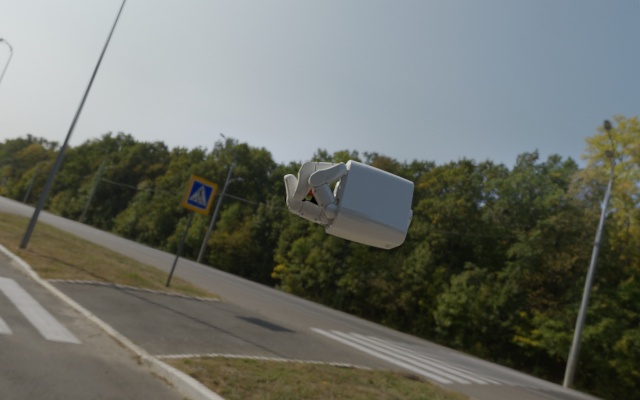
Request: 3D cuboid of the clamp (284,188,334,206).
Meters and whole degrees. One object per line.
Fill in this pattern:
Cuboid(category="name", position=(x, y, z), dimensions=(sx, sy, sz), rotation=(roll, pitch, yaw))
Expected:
Cuboid(category="clamp", position=(0.000, 0.002, 0.804), dimensions=(0.120, 0.039, 0.171), rotation=(18, -10, -4))
